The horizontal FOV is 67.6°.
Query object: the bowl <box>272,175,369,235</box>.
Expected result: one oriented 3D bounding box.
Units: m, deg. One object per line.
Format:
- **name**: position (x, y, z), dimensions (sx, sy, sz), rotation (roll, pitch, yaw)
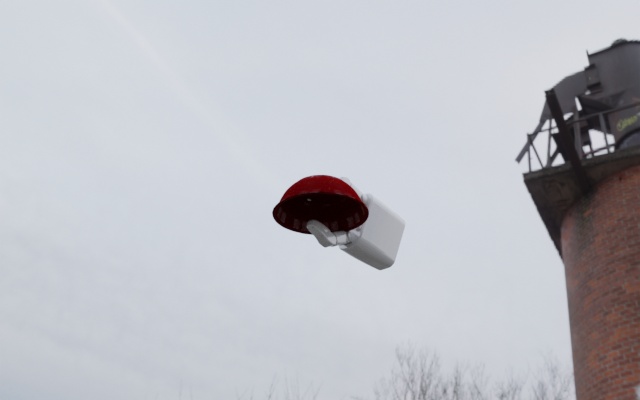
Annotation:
- **bowl**: position (-0.001, 0.002, 0.807), dimensions (0.162, 0.055, 0.162), rotation (0, -27, 0)
